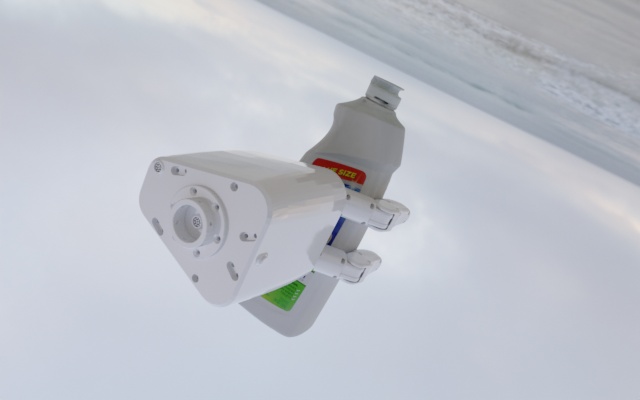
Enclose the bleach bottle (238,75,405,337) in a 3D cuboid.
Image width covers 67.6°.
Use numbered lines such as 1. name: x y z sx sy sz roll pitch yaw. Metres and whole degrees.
1. bleach bottle: 0.000 0.002 0.450 0.102 0.251 0.068 33 19 20
